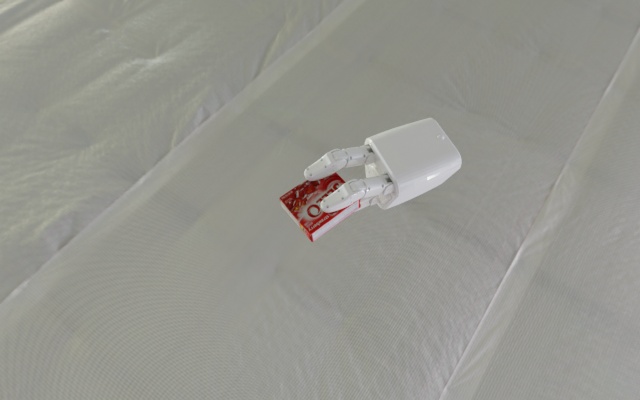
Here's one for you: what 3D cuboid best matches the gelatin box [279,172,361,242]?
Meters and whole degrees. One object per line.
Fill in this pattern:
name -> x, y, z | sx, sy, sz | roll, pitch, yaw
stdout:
gelatin box -> 0.000, 0.003, 0.659 | 0.089, 0.073, 0.030 | -35, -25, -14
